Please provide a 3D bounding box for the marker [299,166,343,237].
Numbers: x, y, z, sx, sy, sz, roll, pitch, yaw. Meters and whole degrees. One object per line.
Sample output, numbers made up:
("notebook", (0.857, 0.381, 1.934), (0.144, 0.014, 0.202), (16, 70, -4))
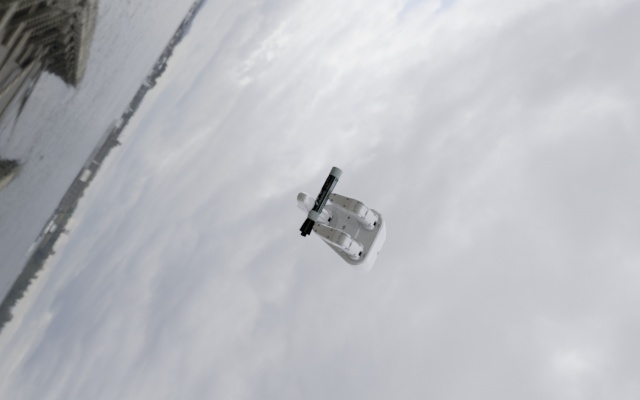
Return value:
("marker", (0.000, 0.002, 0.749), (0.020, 0.121, 0.020), (27, -11, 5))
